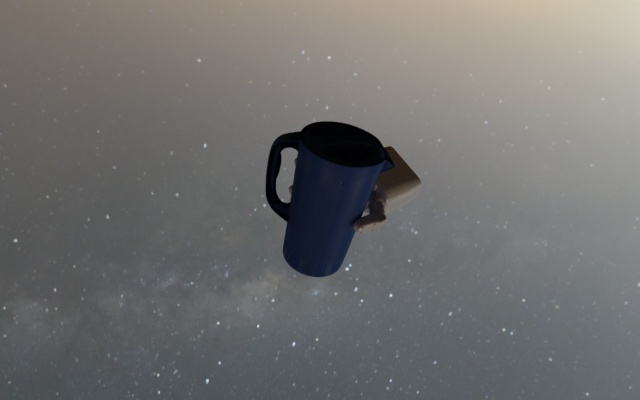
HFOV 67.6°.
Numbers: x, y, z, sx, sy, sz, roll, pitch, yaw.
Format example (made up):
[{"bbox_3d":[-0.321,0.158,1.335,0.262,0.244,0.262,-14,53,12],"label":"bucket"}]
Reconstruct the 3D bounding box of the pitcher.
[{"bbox_3d":[0.000,0.003,0.771,0.145,0.243,0.149,-21,48,-41],"label":"pitcher"}]
